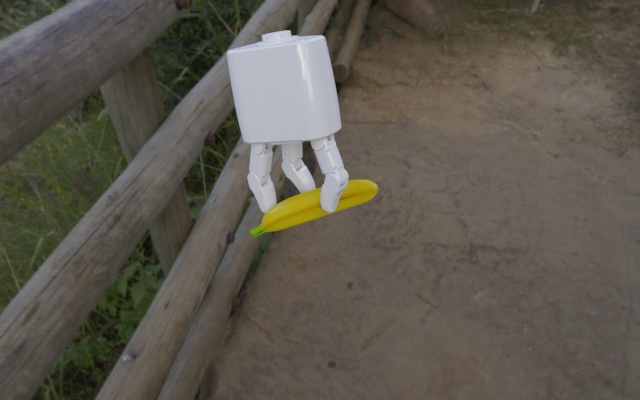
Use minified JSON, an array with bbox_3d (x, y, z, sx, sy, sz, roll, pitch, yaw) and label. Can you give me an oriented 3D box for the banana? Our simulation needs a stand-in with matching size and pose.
[{"bbox_3d":[0.004,0.001,0.628,0.198,0.037,0.069,-17,1,-24],"label":"banana"}]
